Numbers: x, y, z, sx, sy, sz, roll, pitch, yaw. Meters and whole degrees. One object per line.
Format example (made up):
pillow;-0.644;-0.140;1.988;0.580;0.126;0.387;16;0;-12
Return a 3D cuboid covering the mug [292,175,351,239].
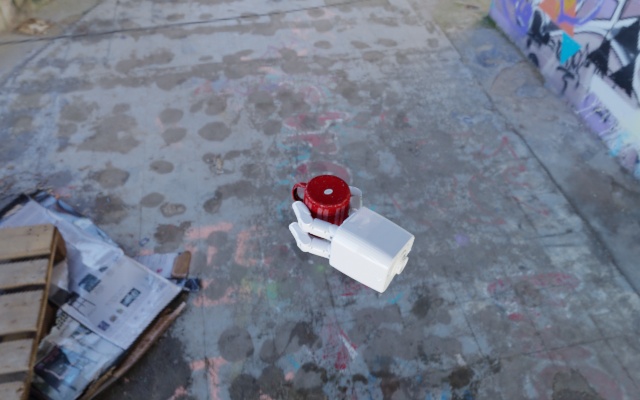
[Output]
mug;-0.001;0.002;0.858;0.117;0.082;0.093;28;52;18
